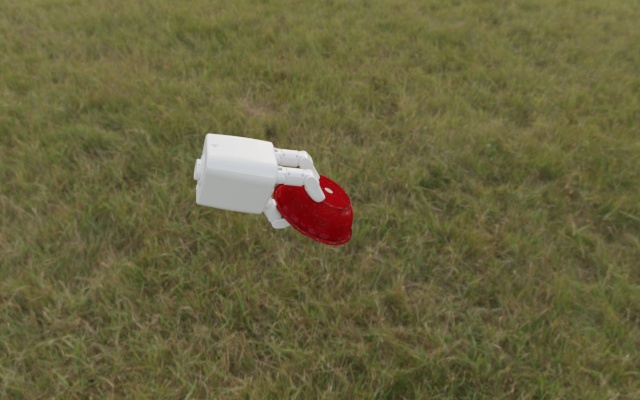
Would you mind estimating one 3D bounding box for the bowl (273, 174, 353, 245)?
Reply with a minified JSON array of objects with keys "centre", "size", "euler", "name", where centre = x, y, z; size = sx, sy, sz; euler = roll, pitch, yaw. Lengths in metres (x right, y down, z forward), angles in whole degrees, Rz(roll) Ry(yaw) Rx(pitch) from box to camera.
[{"centre":[0.001,0.003,0.835],"size":[0.162,0.055,0.162],"euler":[27,28,-15],"name":"bowl"}]
